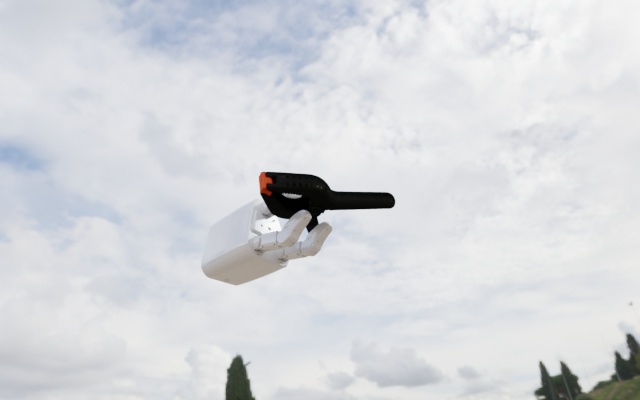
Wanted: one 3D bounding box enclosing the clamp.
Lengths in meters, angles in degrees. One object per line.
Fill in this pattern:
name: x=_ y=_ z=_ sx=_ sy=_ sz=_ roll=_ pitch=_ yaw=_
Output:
clamp: x=-0.001 y=0.001 z=0.696 sx=0.164 sy=0.036 sz=0.210 roll=-28 pitch=-36 yaw=26
